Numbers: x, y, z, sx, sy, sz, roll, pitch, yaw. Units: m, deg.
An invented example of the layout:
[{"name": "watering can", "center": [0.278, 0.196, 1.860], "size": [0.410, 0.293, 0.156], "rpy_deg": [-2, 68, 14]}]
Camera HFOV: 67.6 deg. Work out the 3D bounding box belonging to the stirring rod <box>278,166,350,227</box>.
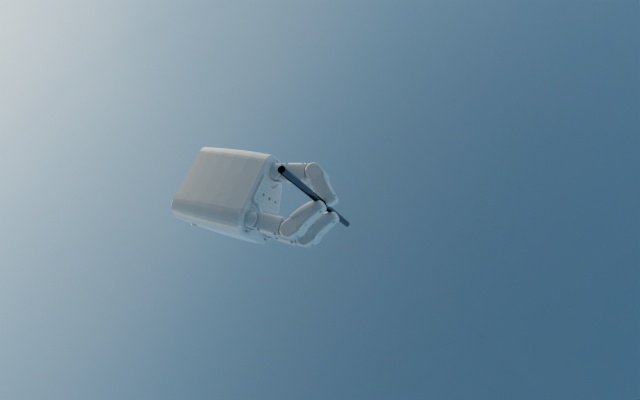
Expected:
[{"name": "stirring rod", "center": [0.000, 0.002, 0.564], "size": [0.011, 0.011, 0.239], "rpy_deg": [0, -15, 19]}]
